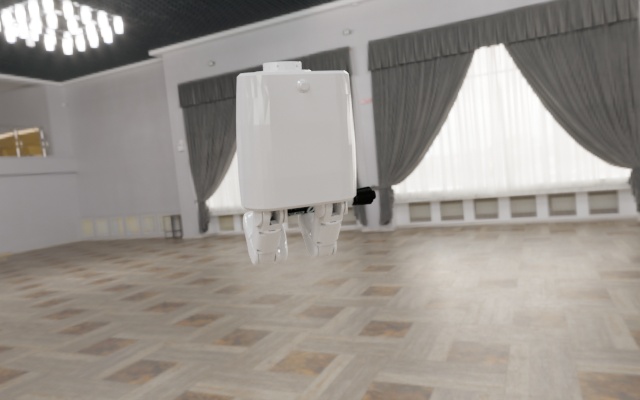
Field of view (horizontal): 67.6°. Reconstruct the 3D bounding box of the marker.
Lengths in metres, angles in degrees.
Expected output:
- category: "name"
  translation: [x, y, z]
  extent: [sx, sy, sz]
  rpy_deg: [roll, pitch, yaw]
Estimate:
- category: "marker"
  translation: [0.000, 0.002, 0.468]
  extent: [0.121, 0.020, 0.020]
  rpy_deg: [-8, 3, -22]
